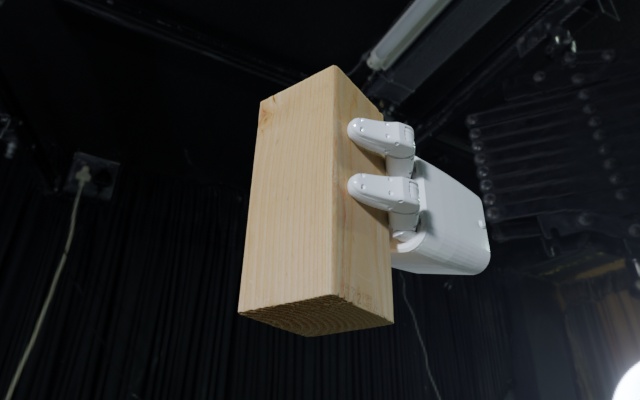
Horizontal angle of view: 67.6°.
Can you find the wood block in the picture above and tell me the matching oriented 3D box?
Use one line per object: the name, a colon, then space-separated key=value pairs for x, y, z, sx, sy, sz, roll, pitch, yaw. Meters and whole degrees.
wood block: x=0.000 y=0.001 z=0.416 sx=0.091 sy=0.206 sz=0.090 roll=-19 pitch=-35 yaw=32
